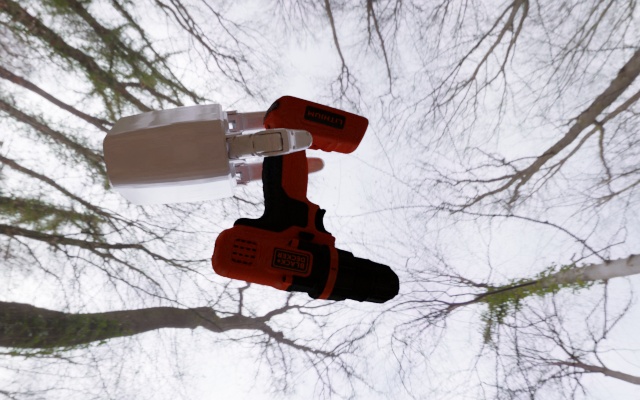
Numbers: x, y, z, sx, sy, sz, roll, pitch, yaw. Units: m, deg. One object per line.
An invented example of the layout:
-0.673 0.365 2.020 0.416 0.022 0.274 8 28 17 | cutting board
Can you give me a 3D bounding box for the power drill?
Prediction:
0.000 0.001 0.470 0.184 0.187 0.057 14 -20 -17 | power drill
